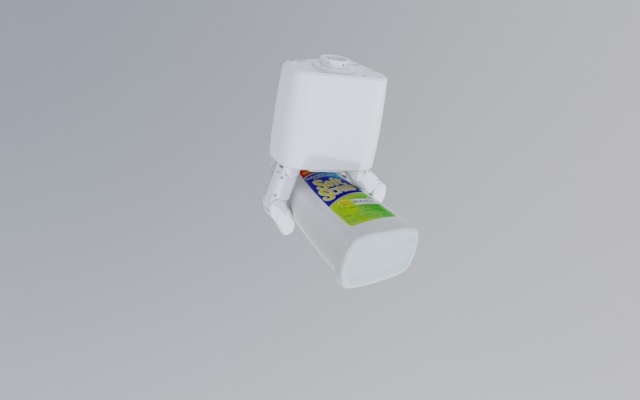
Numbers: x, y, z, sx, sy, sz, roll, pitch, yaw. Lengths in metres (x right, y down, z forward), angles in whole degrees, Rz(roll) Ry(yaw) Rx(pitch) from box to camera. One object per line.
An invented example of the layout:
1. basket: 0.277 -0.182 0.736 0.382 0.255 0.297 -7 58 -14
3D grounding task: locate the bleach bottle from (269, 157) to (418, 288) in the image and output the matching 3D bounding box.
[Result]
1. bleach bottle: 0.000 0.002 0.579 0.102 0.068 0.250 -8 32 -32
